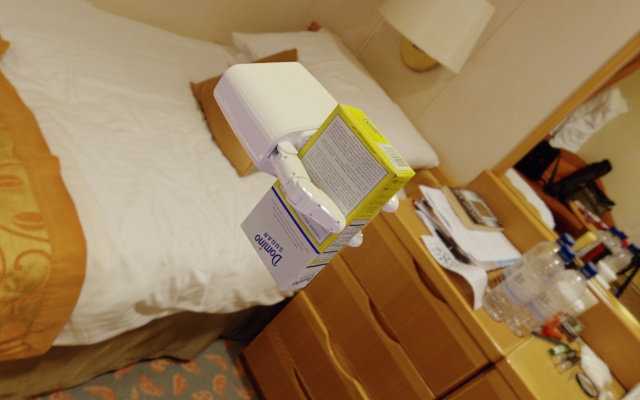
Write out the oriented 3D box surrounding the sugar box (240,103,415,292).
[{"bbox_3d":[0.000,0.001,0.478,0.048,0.093,0.176,-2,-40,-52],"label":"sugar box"}]
